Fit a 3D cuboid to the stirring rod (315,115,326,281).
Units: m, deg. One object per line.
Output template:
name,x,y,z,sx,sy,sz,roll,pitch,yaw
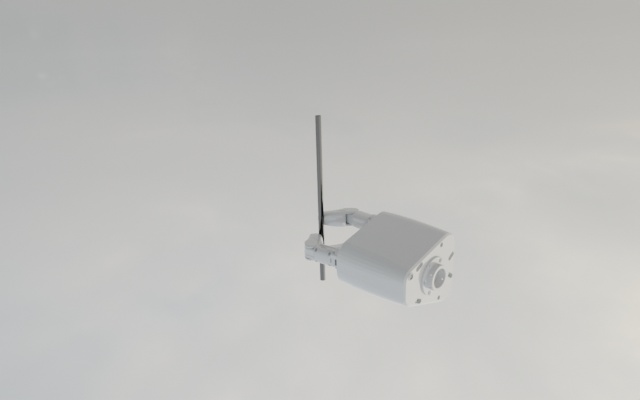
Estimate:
stirring rod,0.000,0.002,0.669,0.011,0.240,0.011,-2,18,0
